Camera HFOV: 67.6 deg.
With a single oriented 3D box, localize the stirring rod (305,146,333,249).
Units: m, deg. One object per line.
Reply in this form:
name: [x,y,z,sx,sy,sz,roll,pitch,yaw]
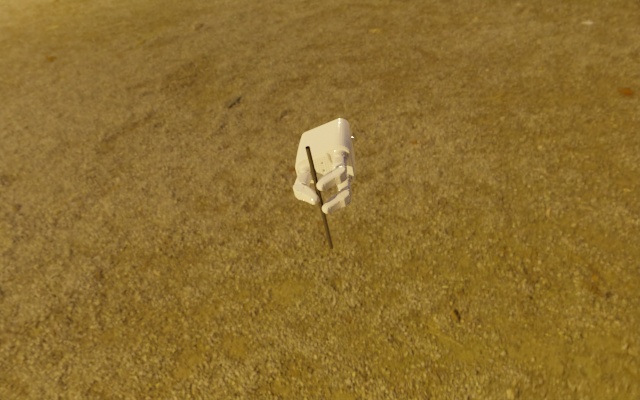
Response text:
stirring rod: [0.000,0.003,0.858,0.011,0.240,0.011,-8,40,7]
